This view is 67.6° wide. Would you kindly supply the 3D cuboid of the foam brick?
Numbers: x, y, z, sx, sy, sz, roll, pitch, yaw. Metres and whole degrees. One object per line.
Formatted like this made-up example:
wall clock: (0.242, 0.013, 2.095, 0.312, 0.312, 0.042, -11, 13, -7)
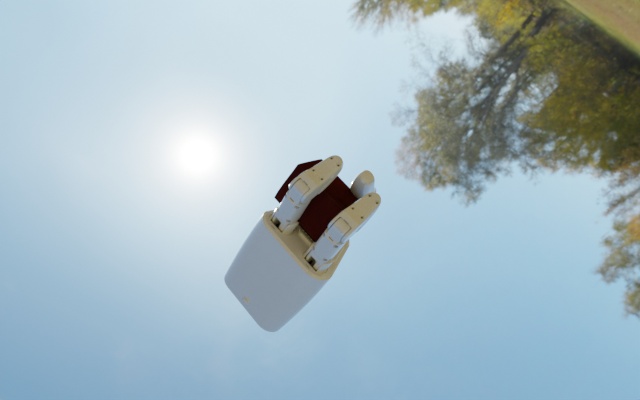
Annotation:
foam brick: (0.000, 0.001, 0.514, 0.051, 0.078, 0.053, -51, -18, 28)
